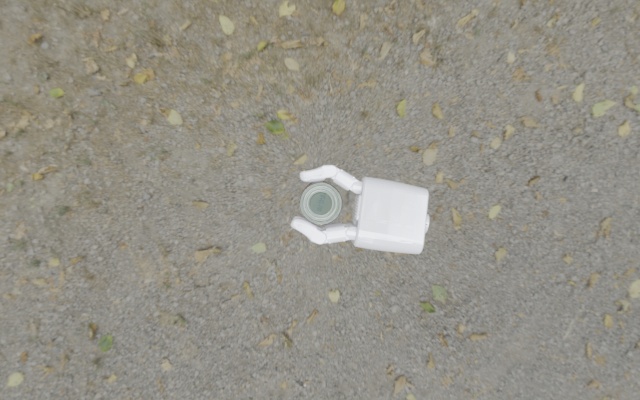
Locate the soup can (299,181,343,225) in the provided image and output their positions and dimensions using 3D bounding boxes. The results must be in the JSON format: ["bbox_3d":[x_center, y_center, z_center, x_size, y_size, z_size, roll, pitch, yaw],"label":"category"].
[{"bbox_3d":[0.000,0.002,0.774,0.068,0.068,0.102,0,3,-1],"label":"soup can"}]
